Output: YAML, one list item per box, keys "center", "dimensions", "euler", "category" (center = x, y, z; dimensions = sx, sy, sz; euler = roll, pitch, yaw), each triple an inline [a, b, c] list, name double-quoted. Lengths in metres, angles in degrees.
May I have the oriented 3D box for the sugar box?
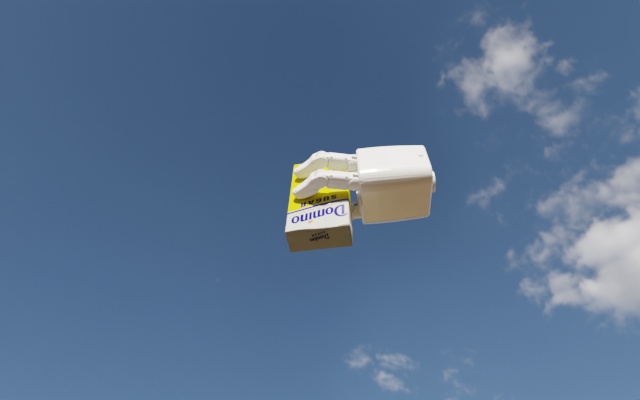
- center: [0.000, 0.002, 0.733]
  dimensions: [0.093, 0.048, 0.176]
  euler: [-7, 33, 6]
  category: "sugar box"
